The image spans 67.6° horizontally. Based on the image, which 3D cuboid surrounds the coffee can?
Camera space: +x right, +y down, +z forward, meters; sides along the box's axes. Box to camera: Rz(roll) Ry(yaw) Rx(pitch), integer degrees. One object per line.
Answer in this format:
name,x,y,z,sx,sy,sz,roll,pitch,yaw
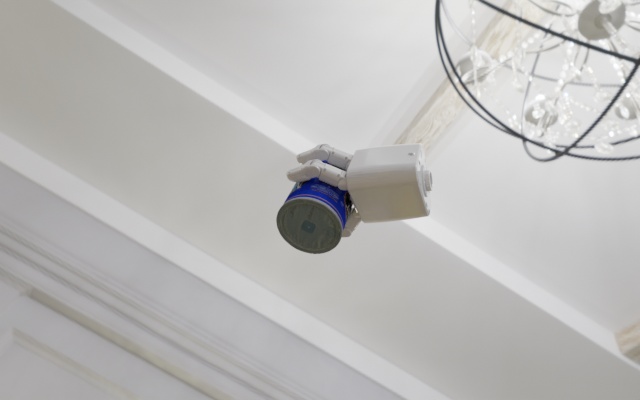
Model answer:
coffee can,0.000,0.003,0.767,0.103,0.103,0.140,0,33,18
